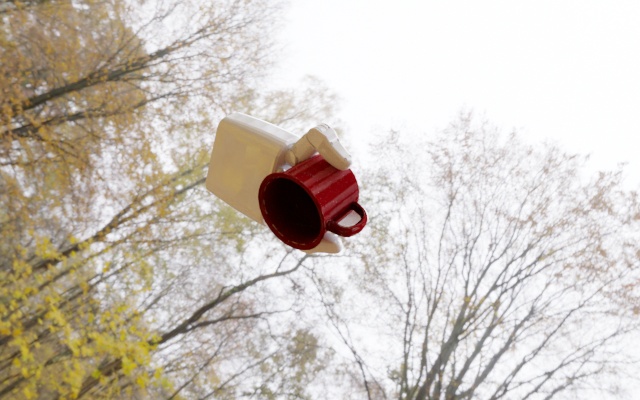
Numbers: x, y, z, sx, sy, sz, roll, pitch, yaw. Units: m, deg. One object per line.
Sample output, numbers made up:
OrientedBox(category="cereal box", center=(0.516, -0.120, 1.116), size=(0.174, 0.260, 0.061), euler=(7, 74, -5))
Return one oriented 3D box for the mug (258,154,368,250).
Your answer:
OrientedBox(category="mug", center=(0.001, 0.002, 0.536), size=(0.117, 0.093, 0.081), euler=(28, 40, 26))
